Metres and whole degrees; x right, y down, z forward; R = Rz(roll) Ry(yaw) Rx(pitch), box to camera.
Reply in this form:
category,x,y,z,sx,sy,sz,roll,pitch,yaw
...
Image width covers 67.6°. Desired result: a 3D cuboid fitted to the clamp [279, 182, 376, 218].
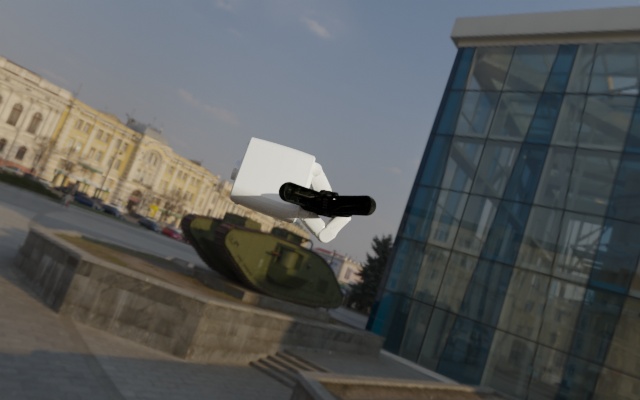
category,x,y,z,sx,sy,sz,roll,pitch,yaw
clamp,0.000,0.002,0.653,0.120,0.039,0.171,17,-8,-6
